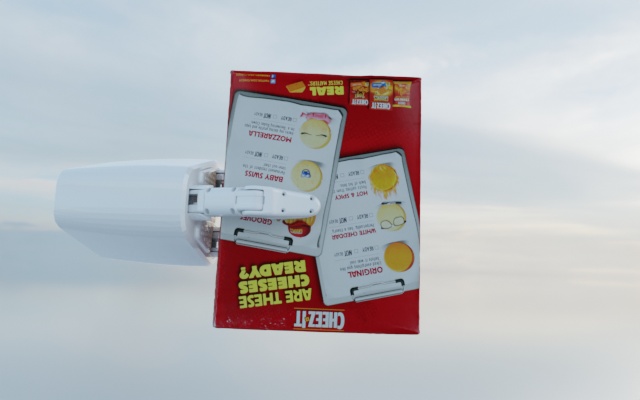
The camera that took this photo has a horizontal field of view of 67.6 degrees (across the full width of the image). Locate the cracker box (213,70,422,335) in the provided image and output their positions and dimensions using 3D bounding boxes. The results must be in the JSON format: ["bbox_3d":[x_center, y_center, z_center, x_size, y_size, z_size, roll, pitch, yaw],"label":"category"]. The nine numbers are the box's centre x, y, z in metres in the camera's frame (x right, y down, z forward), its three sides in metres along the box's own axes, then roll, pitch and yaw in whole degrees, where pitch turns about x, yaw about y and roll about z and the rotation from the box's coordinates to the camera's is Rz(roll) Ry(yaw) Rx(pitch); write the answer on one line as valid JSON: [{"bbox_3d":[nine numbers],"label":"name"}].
[{"bbox_3d":[0.000,0.001,0.416,0.164,0.213,0.072,2,-8,0],"label":"cracker box"}]
